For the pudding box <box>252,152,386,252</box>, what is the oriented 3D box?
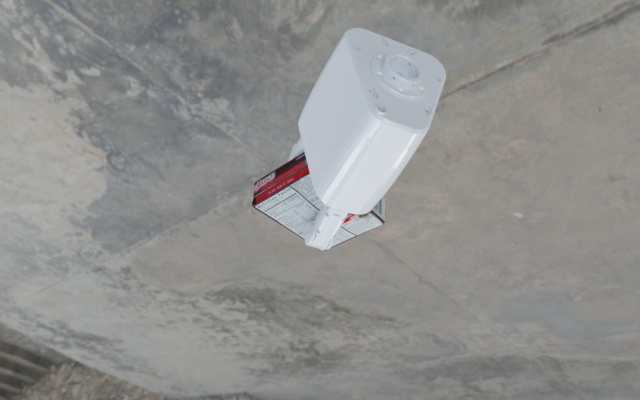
[{"bbox_3d":[0.000,0.002,0.492,0.090,0.039,0.113,-27,-49,32],"label":"pudding box"}]
